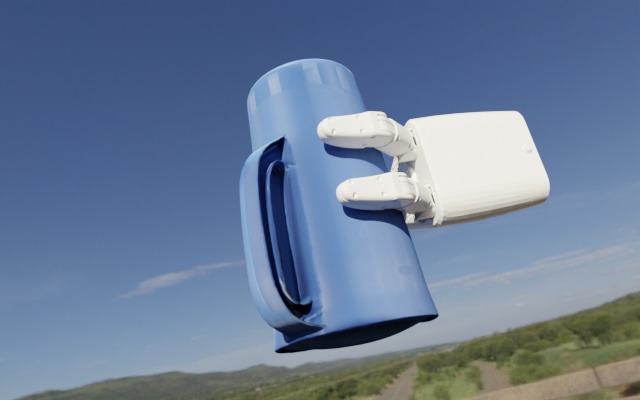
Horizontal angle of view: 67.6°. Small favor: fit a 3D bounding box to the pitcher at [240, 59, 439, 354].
[{"bbox_3d":[0.000,0.001,0.411,0.145,0.242,0.149,-9,-21,-11],"label":"pitcher"}]
